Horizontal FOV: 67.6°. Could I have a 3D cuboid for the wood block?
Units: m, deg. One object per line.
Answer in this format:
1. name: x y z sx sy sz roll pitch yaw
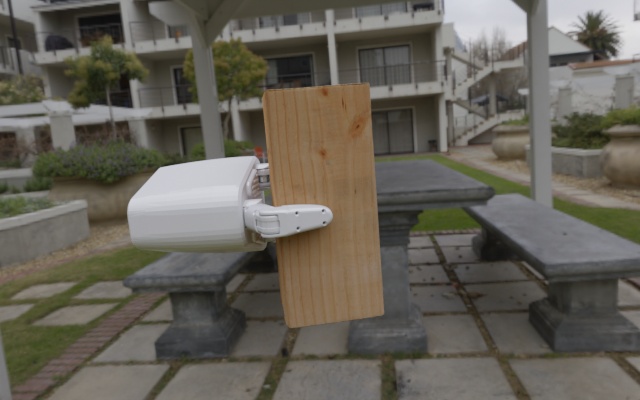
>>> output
1. wood block: 0.000 0.001 0.450 0.090 0.206 0.091 -6 9 -8
